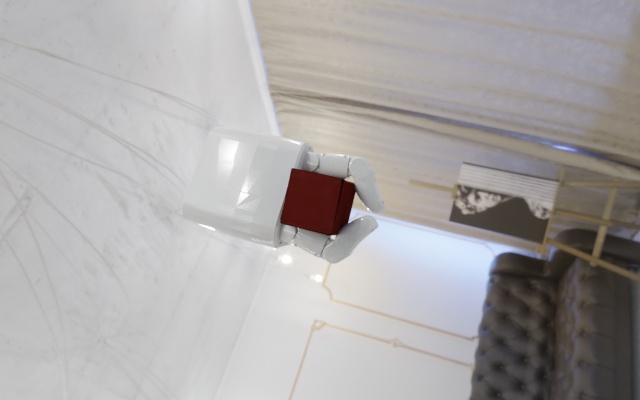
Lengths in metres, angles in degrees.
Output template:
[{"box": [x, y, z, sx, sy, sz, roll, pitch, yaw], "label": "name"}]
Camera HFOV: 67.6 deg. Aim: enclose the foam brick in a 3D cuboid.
[{"box": [0.000, 0.001, 0.458, 0.051, 0.053, 0.078, 14, 2, 12], "label": "foam brick"}]
